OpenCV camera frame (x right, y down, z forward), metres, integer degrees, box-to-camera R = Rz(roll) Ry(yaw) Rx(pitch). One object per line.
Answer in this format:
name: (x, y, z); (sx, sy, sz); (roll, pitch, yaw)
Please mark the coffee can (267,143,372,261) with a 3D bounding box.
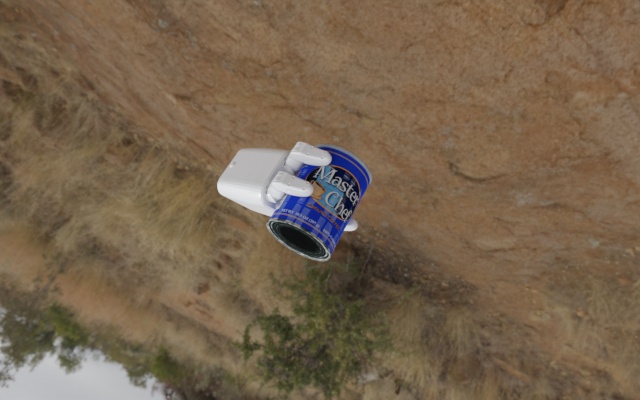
coffee can: (0.000, 0.002, 0.699); (0.103, 0.140, 0.103); (25, -25, 12)
